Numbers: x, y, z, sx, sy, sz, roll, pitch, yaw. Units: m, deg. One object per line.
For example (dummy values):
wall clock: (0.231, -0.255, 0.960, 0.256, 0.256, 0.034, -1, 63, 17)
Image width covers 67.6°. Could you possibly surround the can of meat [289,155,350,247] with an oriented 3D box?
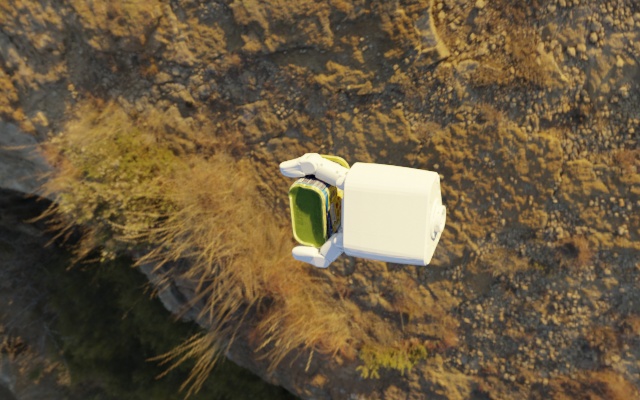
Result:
can of meat: (0.000, 0.002, 0.655, 0.057, 0.102, 0.084, 10, 35, 23)
